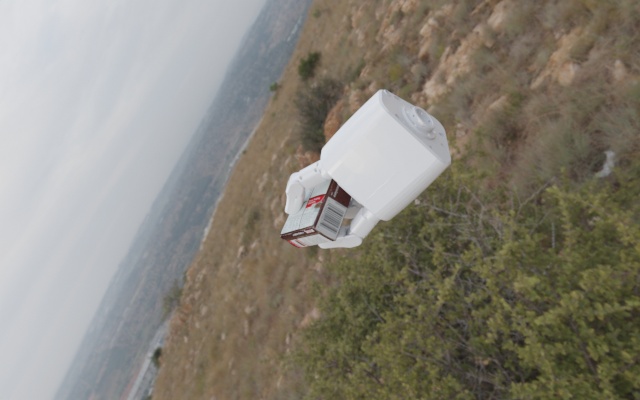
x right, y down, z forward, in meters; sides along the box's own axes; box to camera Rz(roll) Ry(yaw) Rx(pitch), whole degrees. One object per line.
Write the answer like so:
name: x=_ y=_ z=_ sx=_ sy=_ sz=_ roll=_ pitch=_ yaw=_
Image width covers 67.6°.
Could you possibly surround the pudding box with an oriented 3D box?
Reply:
pudding box: x=0.000 y=0.002 z=0.625 sx=0.039 sy=0.113 sz=0.090 roll=34 pitch=-26 yaw=-22
